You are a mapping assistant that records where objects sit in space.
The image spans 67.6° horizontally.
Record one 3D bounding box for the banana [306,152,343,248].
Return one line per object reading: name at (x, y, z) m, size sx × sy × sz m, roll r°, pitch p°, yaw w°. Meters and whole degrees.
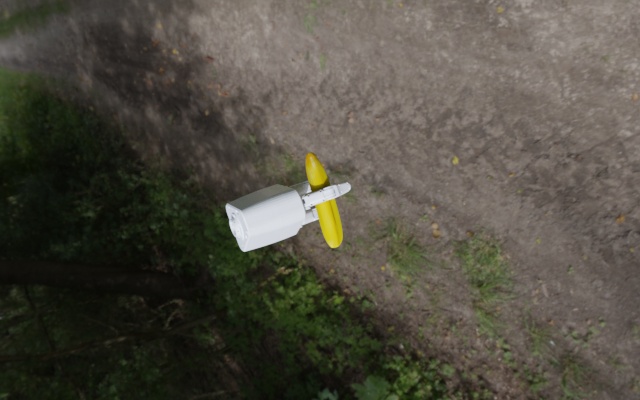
banana at (0.007, 0.011, 0.871) m, size 0.037 × 0.198 × 0.069 m, roll -20°, pitch 22°, yaw -13°
